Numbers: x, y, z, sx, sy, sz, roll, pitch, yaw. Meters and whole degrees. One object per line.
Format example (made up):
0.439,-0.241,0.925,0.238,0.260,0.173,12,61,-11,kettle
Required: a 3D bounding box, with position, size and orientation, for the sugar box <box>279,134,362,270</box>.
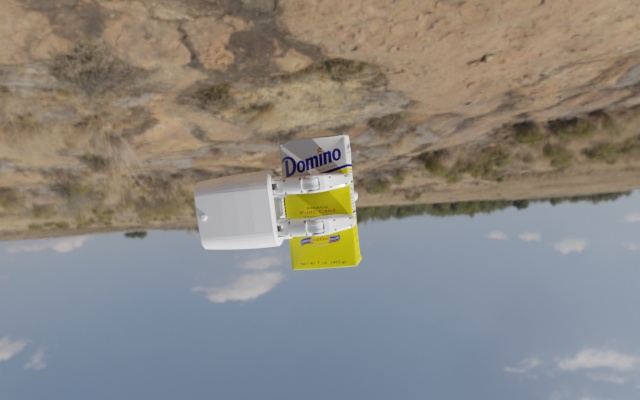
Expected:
0.000,0.002,0.650,0.093,0.176,0.048,-6,6,12,sugar box
